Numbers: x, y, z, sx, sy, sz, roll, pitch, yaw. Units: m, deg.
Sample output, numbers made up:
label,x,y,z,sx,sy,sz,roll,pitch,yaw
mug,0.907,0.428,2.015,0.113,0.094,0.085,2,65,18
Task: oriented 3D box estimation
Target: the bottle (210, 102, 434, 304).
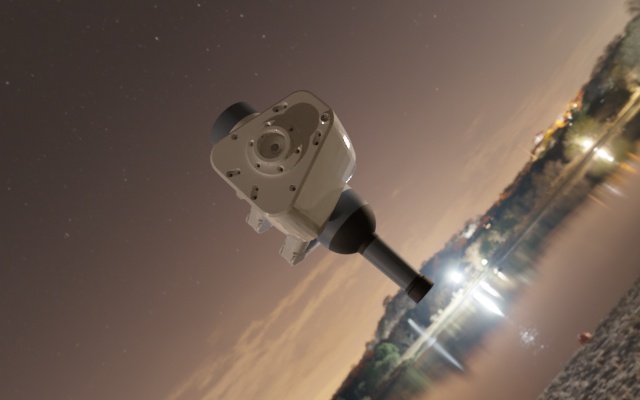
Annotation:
label,x,y,z,sx,sy,sz,roll,pitch,yaw
bottle,0.000,0.002,0.523,0.295,0.069,0.069,41,15,18
